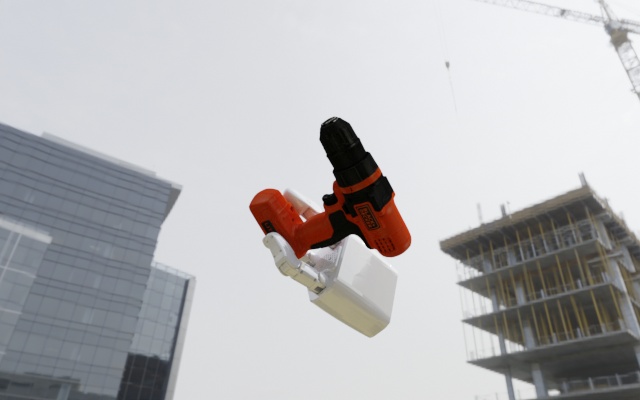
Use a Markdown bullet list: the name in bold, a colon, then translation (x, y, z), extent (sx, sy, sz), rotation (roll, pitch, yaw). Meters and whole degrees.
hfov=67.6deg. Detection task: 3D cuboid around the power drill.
- **power drill**: translation (0.000, 0.002, 0.596), extent (0.188, 0.184, 0.057), rotation (-16, 21, 38)
